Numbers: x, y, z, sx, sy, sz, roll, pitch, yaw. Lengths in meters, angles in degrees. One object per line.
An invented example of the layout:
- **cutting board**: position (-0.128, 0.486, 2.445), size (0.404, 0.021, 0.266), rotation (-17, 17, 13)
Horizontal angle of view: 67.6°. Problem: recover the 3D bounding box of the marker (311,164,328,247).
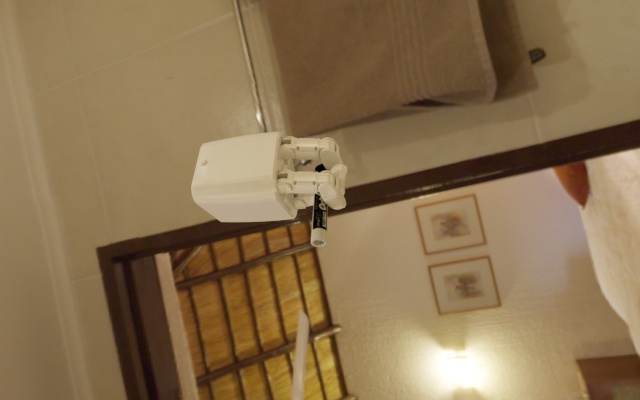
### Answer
- **marker**: position (0.000, 0.002, 0.592), size (0.020, 0.121, 0.020), rotation (2, -37, 1)
